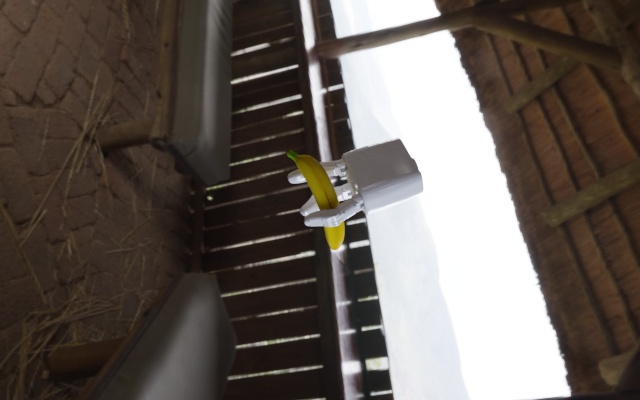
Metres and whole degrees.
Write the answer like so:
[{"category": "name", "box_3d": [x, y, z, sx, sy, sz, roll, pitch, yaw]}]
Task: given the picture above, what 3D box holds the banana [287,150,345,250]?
[{"category": "banana", "box_3d": [0.006, 0.002, 0.806, 0.037, 0.198, 0.069, -28, 17, -17]}]
